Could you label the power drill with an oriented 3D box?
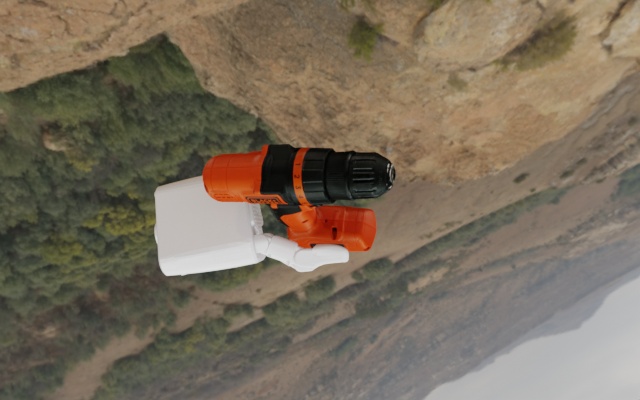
[{"bbox_3d":[0.000,0.002,0.493,0.184,0.057,0.188,2,-22,22],"label":"power drill"}]
